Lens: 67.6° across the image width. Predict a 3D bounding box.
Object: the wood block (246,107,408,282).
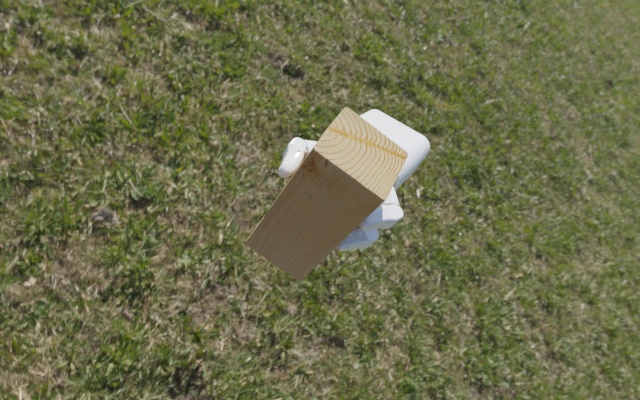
[{"bbox_3d":[0.000,0.001,0.572,0.091,0.090,0.206,36,-43,-3],"label":"wood block"}]
